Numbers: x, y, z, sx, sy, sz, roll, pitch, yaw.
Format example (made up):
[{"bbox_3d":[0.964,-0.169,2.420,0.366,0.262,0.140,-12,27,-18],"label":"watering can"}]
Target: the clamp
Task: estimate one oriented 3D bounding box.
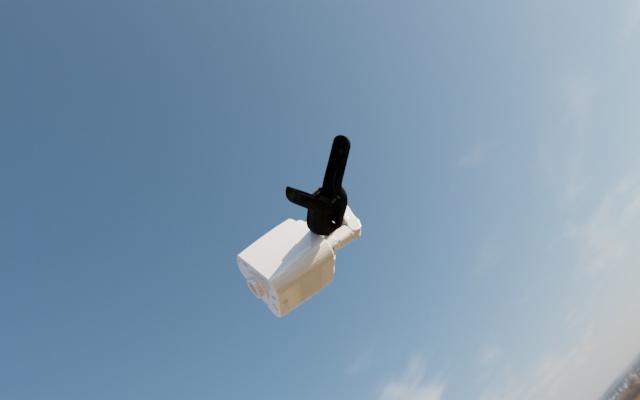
[{"bbox_3d":[0.000,0.002,0.672,0.120,0.172,0.039,-37,53,-28],"label":"clamp"}]
